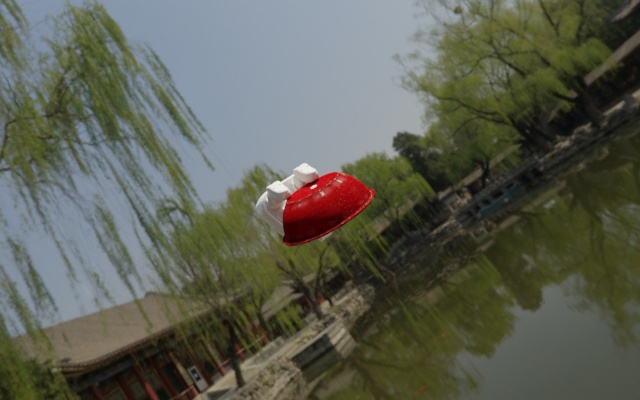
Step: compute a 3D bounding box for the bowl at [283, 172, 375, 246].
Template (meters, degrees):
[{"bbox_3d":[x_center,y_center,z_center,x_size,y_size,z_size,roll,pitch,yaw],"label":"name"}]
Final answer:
[{"bbox_3d":[0.001,0.002,0.728,0.162,0.055,0.162,-28,13,7],"label":"bowl"}]
